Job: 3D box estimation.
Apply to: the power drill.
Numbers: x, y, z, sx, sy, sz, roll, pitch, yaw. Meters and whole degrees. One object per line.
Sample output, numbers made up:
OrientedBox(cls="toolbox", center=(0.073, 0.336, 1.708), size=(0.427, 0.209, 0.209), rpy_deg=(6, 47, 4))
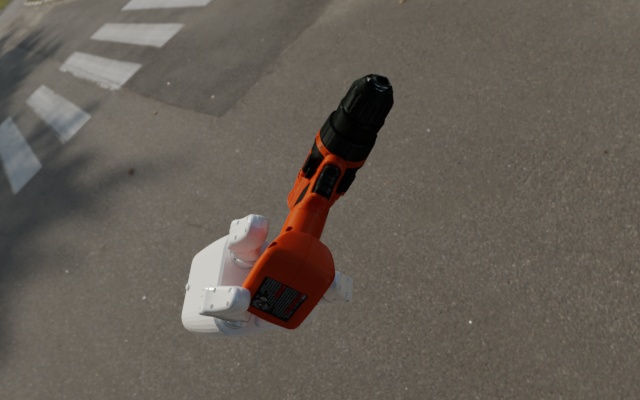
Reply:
OrientedBox(cls="power drill", center=(0.000, 0.002, 0.411), size=(0.057, 0.187, 0.184), rpy_deg=(26, -45, -3))
